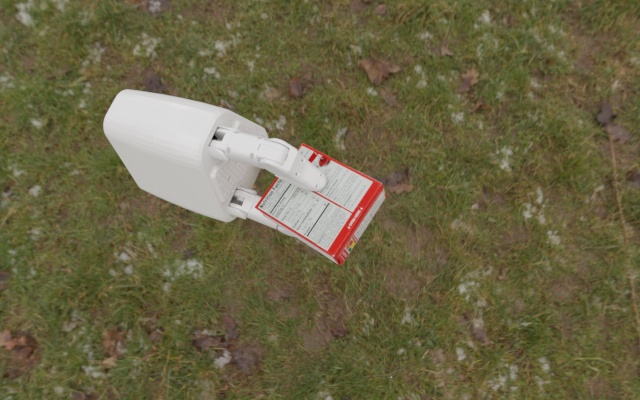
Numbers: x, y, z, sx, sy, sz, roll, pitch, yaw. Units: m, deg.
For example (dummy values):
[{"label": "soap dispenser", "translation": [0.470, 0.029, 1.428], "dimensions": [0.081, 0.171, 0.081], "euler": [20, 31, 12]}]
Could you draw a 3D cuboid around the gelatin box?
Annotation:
[{"label": "gelatin box", "translation": [0.000, 0.001, 0.411], "dimensions": [0.089, 0.073, 0.030], "euler": [29, -12, 25]}]
